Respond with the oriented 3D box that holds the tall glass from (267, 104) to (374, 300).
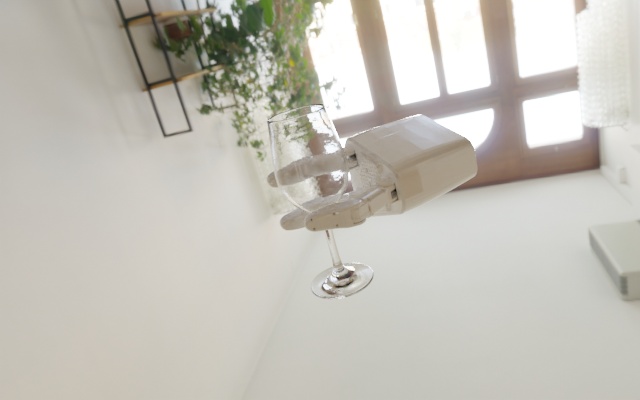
[{"bbox_3d":[0.000,0.002,0.516,0.079,0.201,0.079,-14,20,5],"label":"tall glass"}]
